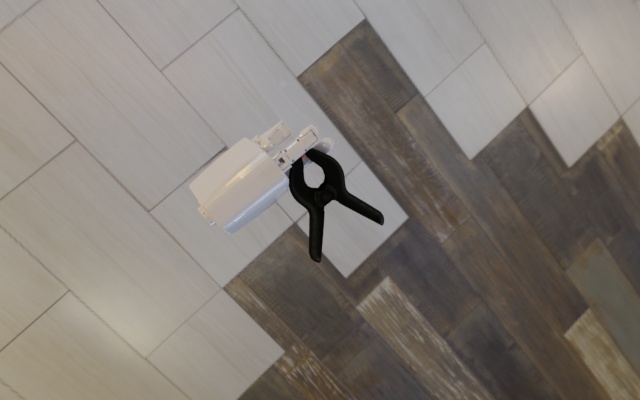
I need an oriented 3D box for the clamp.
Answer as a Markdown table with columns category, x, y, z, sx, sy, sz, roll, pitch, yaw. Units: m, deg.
| category | x | y | z | sx | sy | sz | roll | pitch | yaw |
| --- | --- | --- | --- | --- | --- | --- | --- | --- | --- |
| clamp | 0.000 | 0.002 | 0.670 | 0.120 | 0.171 | 0.039 | -40 | 14 | -8 |
